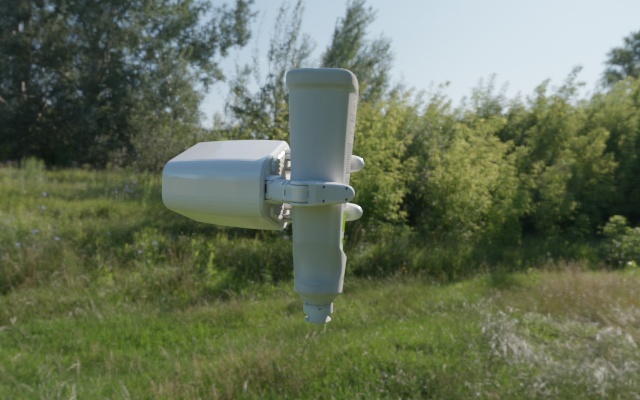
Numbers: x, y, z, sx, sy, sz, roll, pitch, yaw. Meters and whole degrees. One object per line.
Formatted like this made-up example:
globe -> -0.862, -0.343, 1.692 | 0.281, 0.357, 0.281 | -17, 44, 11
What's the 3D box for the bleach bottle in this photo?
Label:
bleach bottle -> 0.000, 0.002, 0.486 | 0.068, 0.251, 0.102 | 3, 5, 9
